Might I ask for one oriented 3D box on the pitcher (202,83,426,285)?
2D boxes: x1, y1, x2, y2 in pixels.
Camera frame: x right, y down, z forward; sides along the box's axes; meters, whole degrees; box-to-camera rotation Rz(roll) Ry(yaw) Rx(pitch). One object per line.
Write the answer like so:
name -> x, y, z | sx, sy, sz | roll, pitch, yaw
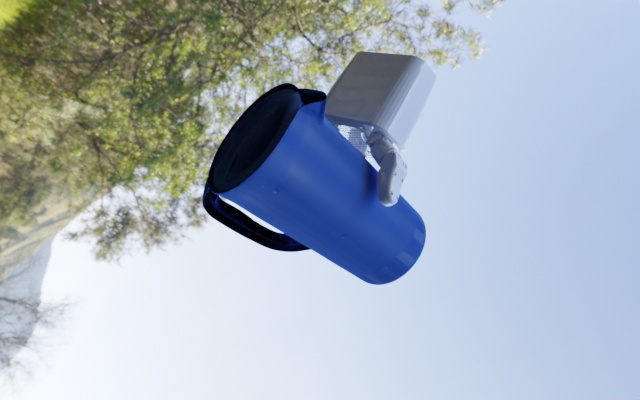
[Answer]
pitcher -> 0.000, 0.002, 0.534 | 0.243, 0.145, 0.149 | 38, -18, -31
